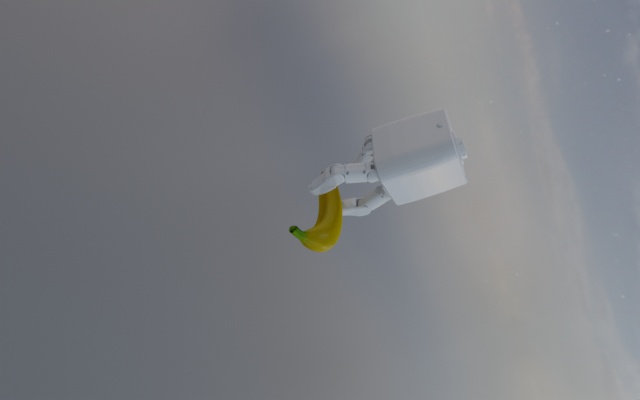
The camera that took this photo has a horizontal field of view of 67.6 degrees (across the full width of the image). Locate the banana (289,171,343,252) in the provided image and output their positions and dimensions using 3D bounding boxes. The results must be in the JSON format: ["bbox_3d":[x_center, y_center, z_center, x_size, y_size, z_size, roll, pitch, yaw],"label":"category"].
[{"bbox_3d":[0.006,0.020,0.675,0.037,0.070,0.197,-16,20,18],"label":"banana"}]
